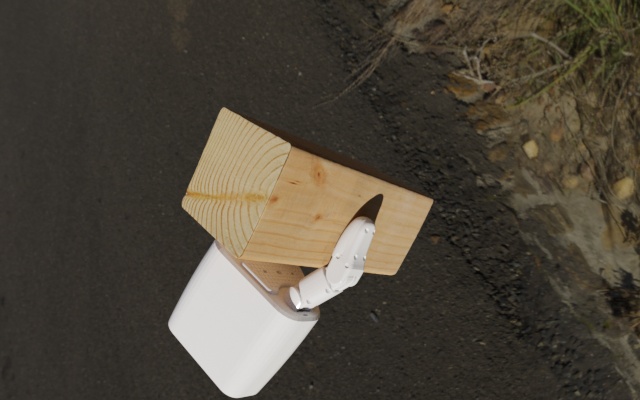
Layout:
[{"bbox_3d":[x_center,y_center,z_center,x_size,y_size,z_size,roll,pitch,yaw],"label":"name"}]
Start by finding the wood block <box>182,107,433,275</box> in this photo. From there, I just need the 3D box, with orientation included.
[{"bbox_3d":[0.000,0.002,0.425,0.090,0.090,0.206,34,12,39],"label":"wood block"}]
